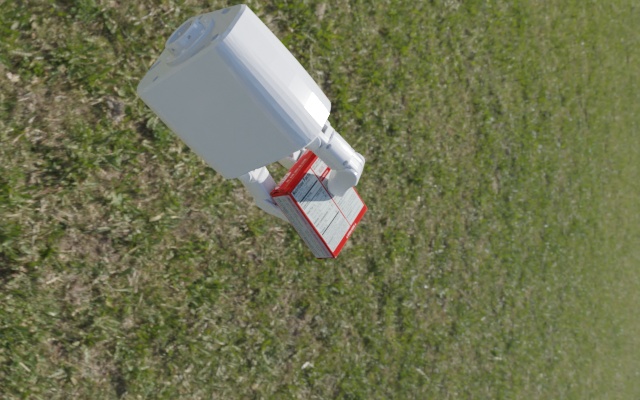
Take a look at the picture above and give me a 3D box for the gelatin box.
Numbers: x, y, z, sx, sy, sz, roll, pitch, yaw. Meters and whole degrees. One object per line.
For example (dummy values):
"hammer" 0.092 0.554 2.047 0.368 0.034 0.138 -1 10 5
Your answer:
"gelatin box" 0.001 0.002 0.469 0.030 0.089 0.073 -8 36 44
